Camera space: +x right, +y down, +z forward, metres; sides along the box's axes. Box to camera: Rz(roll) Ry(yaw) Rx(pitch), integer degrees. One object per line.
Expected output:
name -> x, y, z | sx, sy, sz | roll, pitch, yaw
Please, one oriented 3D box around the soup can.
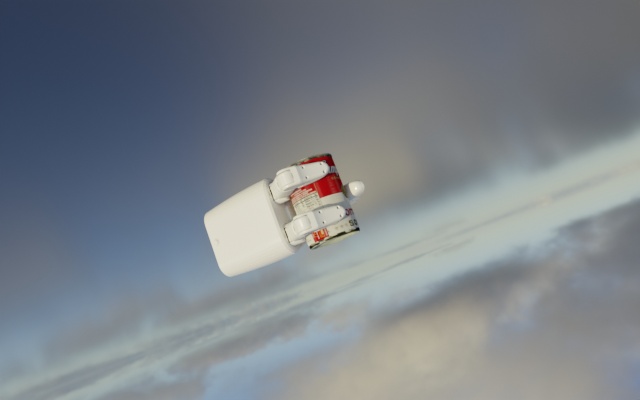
soup can -> 0.001, 0.002, 0.588 | 0.068, 0.102, 0.068 | -20, -9, -4
